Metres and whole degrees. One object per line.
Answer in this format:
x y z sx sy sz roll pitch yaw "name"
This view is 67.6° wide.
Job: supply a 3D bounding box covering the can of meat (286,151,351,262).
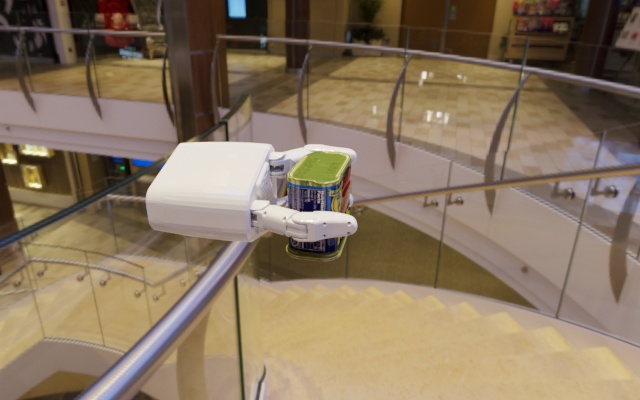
0.000 0.001 0.499 0.057 0.084 0.102 5 24 12 "can of meat"
